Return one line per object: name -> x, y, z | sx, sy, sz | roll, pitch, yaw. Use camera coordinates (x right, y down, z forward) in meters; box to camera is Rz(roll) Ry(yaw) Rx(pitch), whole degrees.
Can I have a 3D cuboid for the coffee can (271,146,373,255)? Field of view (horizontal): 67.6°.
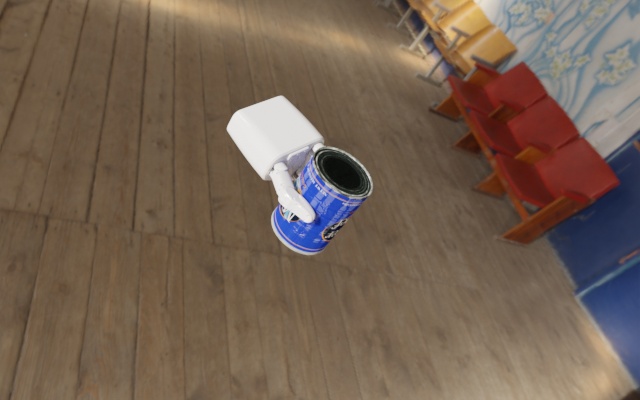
coffee can -> 0.000, 0.003, 0.734 | 0.103, 0.102, 0.140 | 0, -40, -39
